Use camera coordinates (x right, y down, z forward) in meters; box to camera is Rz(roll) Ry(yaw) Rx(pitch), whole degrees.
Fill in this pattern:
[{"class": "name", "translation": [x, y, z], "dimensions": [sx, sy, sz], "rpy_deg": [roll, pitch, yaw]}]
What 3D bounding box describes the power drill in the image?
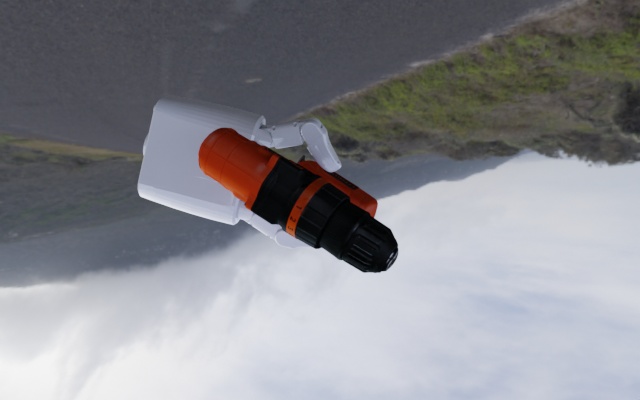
[{"class": "power drill", "translation": [0.000, 0.001, 0.446], "dimensions": [0.184, 0.057, 0.187], "rpy_deg": [33, 5, 15]}]
